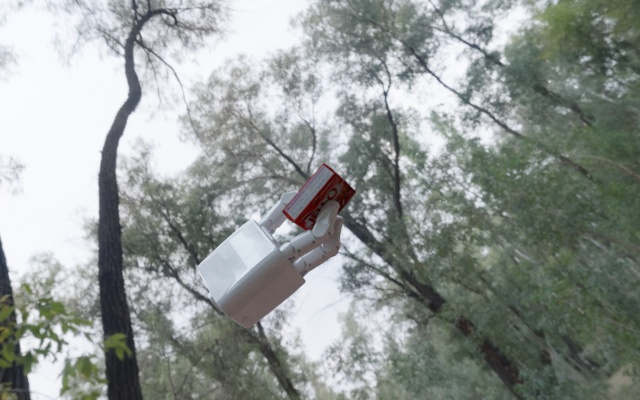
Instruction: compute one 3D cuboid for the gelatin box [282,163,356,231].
[{"bbox_3d":[0.000,0.002,0.659,0.030,0.089,0.073,41,2,34],"label":"gelatin box"}]
